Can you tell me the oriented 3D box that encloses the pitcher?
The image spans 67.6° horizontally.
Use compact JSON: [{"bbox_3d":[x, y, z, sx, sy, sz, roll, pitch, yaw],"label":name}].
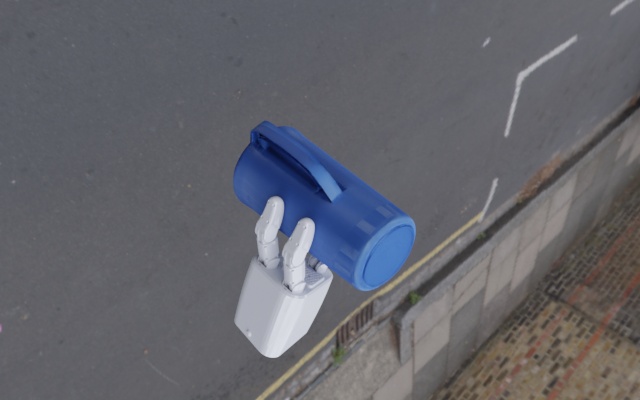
[{"bbox_3d":[0.000,0.002,0.627,0.242,0.145,0.149,37,23,35],"label":"pitcher"}]
